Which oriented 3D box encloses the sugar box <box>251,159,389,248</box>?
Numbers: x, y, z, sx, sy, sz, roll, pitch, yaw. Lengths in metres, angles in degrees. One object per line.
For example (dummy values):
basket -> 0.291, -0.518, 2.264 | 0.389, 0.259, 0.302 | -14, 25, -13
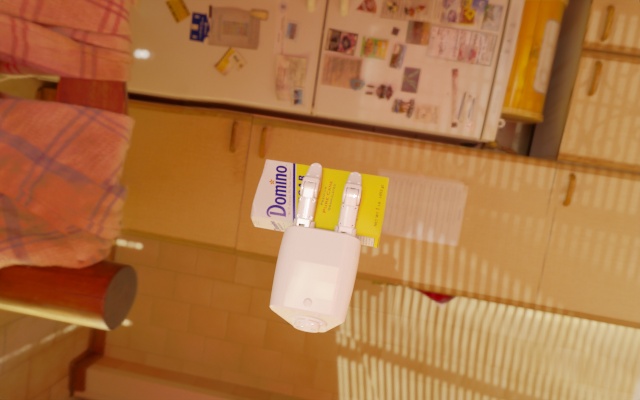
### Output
sugar box -> 0.000, 0.002, 0.658 | 0.176, 0.093, 0.048 | 9, -26, 5
